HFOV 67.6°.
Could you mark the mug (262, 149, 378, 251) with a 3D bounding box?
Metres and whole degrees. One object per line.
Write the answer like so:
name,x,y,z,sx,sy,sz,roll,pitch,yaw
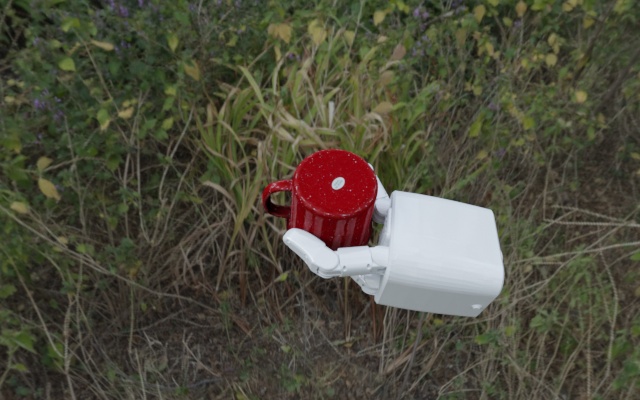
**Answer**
mug,-0.001,0.001,0.477,0.117,0.093,0.082,8,-33,1
